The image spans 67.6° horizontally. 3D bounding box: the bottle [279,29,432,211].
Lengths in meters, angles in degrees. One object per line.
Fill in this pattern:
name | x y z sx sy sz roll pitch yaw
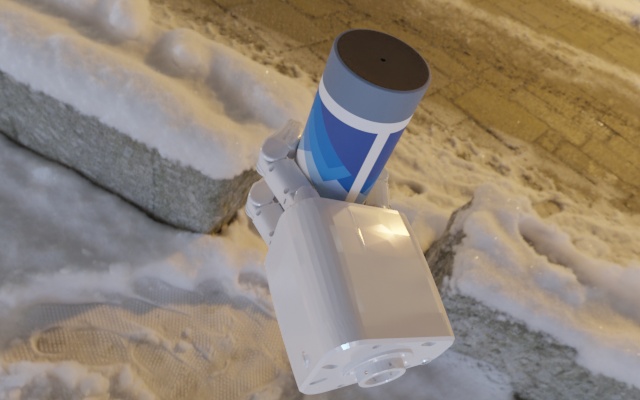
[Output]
bottle | 0.000 0.001 0.410 0.069 0.069 0.296 0 -38 -20
